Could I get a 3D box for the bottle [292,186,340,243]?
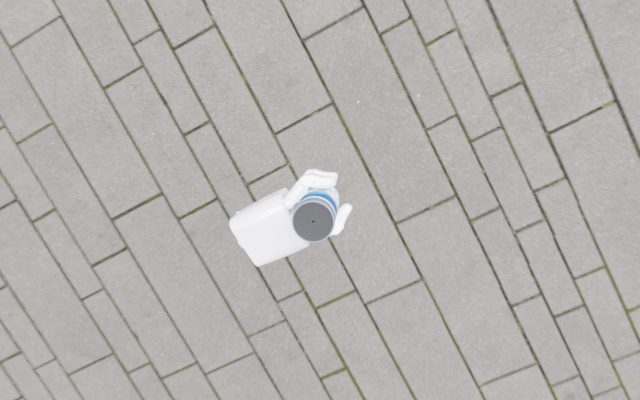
[{"bbox_3d":[0.000,0.003,0.868,0.069,0.069,0.295,0,12,5],"label":"bottle"}]
